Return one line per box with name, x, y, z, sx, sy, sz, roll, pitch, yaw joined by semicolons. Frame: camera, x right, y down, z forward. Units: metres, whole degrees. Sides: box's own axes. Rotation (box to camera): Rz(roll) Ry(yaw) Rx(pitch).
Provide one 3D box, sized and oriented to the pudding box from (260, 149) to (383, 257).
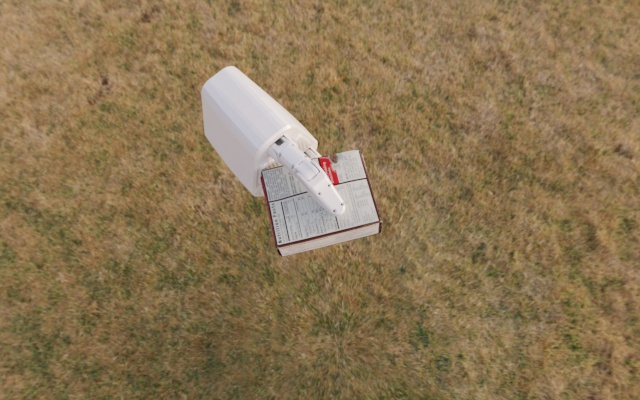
pudding box;0.000;0.002;0.503;0.113;0.090;0.039;-14;-21;0
